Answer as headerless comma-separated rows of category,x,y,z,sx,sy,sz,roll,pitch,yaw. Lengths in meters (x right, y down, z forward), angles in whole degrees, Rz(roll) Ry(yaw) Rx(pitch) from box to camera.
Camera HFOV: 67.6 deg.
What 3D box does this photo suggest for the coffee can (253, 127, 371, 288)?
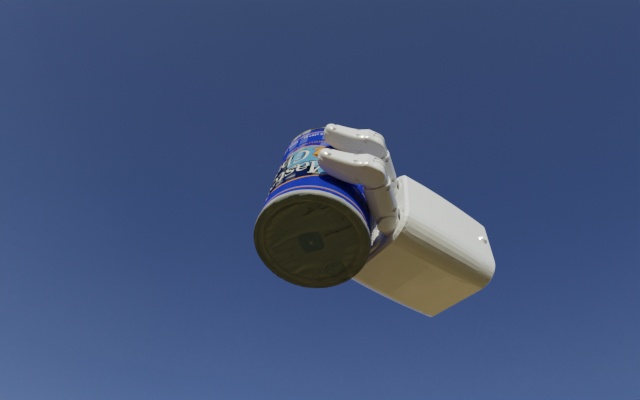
coffee can,0.000,0.002,0.472,0.103,0.103,0.140,0,31,8
